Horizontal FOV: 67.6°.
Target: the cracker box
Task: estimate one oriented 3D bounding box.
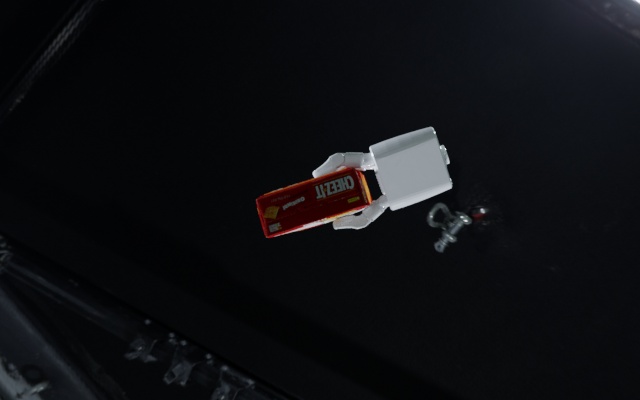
[{"bbox_3d":[0.000,0.003,0.822,0.164,0.072,0.214,-18,-4,9],"label":"cracker box"}]
